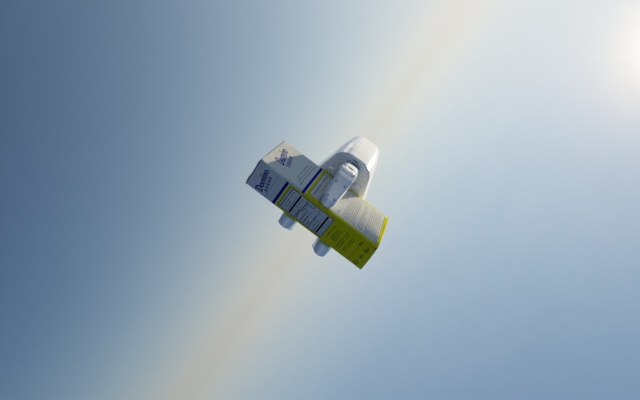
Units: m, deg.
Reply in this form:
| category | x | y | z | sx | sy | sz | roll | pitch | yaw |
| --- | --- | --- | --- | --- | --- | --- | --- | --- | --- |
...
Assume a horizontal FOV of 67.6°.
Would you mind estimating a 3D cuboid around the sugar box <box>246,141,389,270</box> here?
| category | x | y | z | sx | sy | sz | roll | pitch | yaw |
| --- | --- | --- | --- | --- | --- | --- | --- | --- | --- |
| sugar box | 0.000 | 0.002 | 0.605 | 0.176 | 0.048 | 0.093 | 35 | 26 | 0 |
